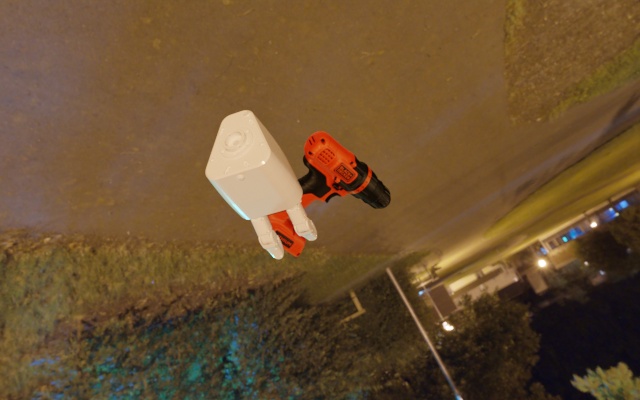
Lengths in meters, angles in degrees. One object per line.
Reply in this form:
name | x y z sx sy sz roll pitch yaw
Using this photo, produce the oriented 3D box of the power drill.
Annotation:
power drill | 0.000 0.003 0.758 0.184 0.188 0.057 38 15 -32
